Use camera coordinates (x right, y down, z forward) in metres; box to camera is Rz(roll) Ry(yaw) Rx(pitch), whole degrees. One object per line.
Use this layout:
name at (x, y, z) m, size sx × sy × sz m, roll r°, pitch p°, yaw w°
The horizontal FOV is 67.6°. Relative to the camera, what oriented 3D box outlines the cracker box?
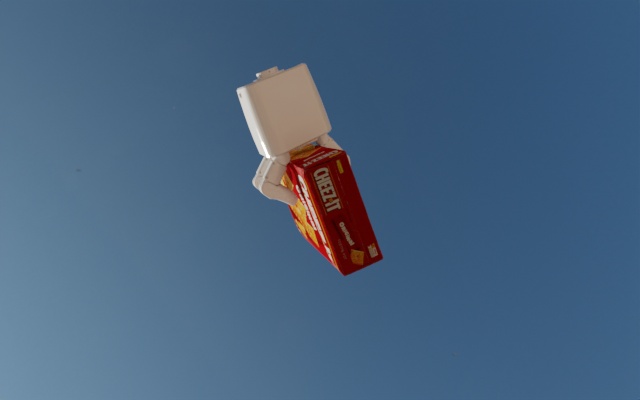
cracker box at (0.000, 0.002, 0.730) m, size 0.072 × 0.164 × 0.213 m, roll -25°, pitch 17°, yaw -11°
